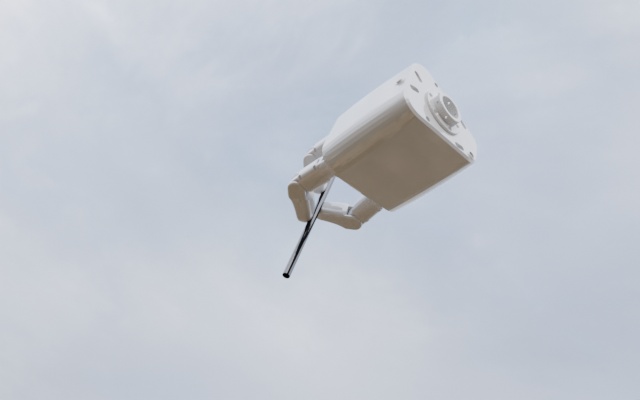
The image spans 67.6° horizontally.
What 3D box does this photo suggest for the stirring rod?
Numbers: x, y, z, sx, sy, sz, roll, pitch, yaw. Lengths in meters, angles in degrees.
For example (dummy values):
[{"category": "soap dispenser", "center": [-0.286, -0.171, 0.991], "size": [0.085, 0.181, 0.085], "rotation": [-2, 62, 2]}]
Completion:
[{"category": "stirring rod", "center": [0.000, 0.002, 0.560], "size": [0.011, 0.011, 0.239], "rotation": [0, 37, 21]}]
